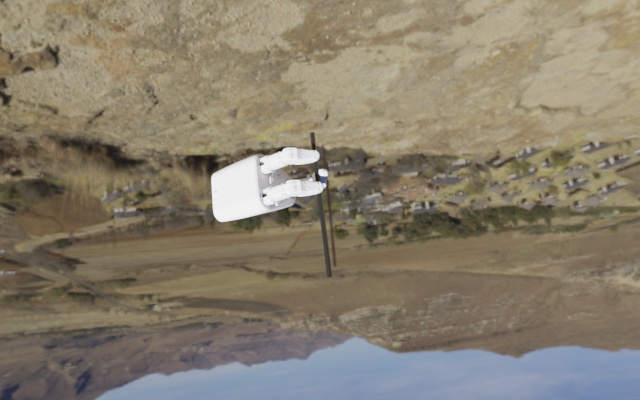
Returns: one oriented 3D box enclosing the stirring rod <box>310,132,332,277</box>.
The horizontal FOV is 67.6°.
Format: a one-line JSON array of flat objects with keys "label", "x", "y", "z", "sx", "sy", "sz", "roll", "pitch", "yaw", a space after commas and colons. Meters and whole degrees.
[{"label": "stirring rod", "x": 0.000, "y": 0.002, "z": 0.764, "sx": 0.011, "sy": 0.239, "sz": 0.011, "roll": -6, "pitch": -16, "yaw": -2}]
